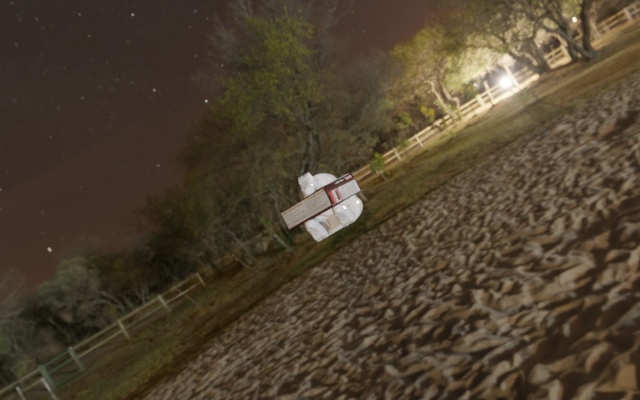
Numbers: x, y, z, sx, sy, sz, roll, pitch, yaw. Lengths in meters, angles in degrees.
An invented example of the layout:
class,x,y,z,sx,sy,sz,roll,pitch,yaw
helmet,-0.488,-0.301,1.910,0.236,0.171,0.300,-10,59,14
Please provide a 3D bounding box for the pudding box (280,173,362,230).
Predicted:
class,x,y,z,sx,sy,sz,roll,pitch,yaw
pudding box,0.000,0.002,0.801,0.113,0.039,0.090,-33,-3,39
